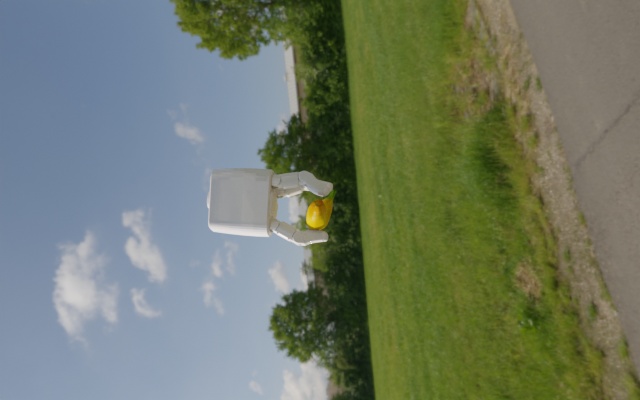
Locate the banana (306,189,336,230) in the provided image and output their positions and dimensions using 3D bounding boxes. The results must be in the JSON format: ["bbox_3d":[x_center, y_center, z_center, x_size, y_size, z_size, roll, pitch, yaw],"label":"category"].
[{"bbox_3d":[-0.003,0.021,0.846,0.037,0.069,0.198,10,8,5],"label":"banana"}]
